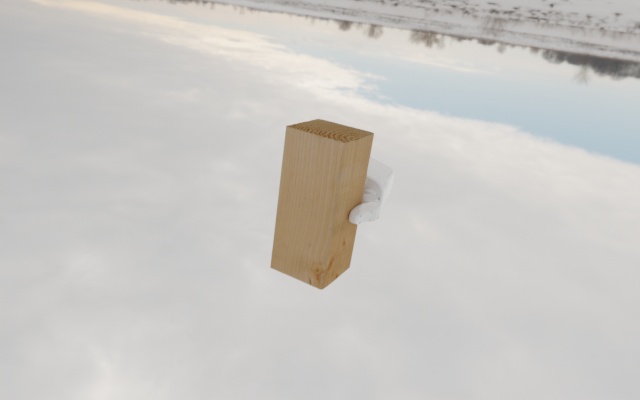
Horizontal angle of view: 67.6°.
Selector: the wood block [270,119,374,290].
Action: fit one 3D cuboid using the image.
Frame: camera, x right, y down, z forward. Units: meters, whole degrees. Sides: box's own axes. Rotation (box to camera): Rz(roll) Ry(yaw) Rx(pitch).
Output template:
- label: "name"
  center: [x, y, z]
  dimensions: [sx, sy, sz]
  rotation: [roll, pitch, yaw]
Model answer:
- label: "wood block"
  center: [0.001, 0.002, 0.659]
  dimensions: [0.091, 0.206, 0.090]
  rotation: [19, 23, 26]
